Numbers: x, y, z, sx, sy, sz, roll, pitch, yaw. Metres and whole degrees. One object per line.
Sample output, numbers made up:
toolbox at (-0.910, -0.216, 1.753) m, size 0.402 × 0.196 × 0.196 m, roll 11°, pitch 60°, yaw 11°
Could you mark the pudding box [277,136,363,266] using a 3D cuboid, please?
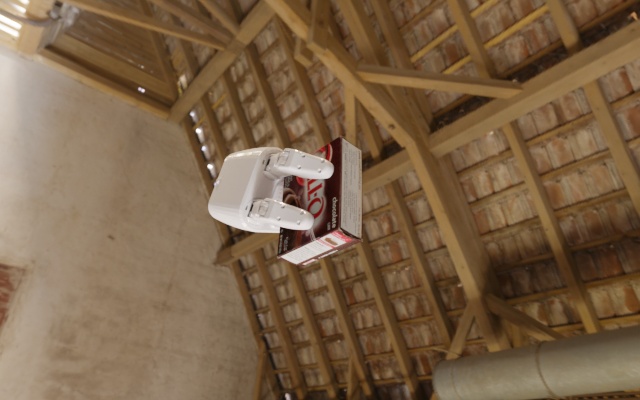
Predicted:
pudding box at (0.000, 0.002, 0.493) m, size 0.039 × 0.113 × 0.090 m, roll 25°, pitch -39°, yaw -35°
